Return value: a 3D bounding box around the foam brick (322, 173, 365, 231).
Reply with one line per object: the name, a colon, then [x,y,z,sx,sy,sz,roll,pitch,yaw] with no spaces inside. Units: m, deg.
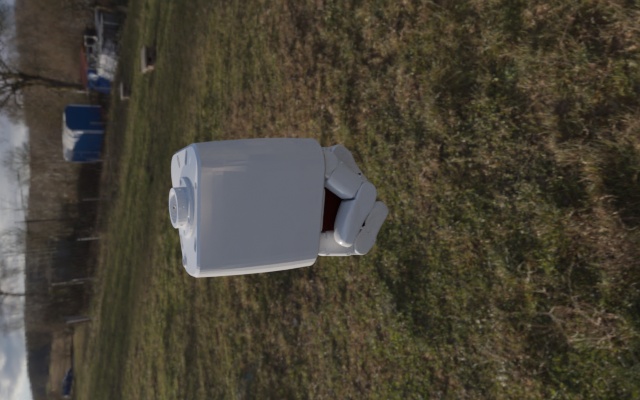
foam brick: [0.000,0.002,0.468,0.051,0.053,0.078,-5,0,-29]
